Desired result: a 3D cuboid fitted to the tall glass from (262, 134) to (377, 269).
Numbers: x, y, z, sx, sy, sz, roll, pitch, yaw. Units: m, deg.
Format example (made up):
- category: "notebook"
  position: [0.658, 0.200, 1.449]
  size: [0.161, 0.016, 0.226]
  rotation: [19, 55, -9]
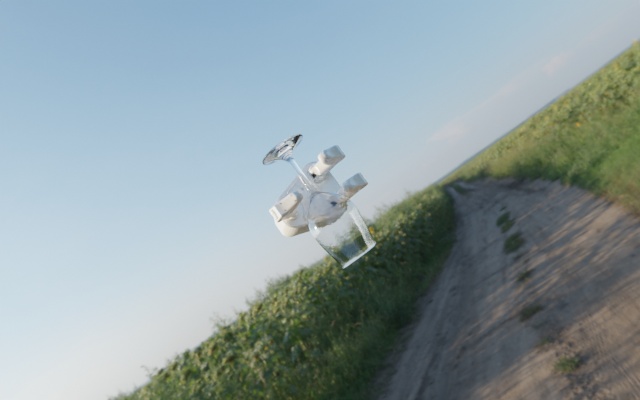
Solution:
- category: "tall glass"
  position: [0.000, 0.002, 0.711]
  size: [0.079, 0.201, 0.079]
  rotation: [-35, -7, -5]
